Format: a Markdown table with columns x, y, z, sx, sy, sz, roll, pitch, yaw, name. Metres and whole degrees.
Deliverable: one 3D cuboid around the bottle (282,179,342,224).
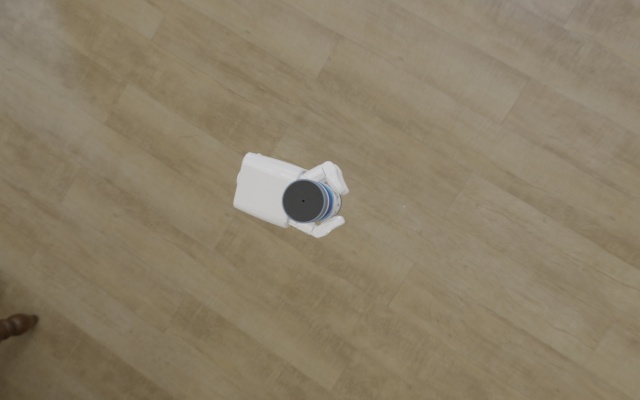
| x | y | z | sx | sy | sz | roll | pitch | yaw | name |
| --- | --- | --- | --- | --- | --- | --- | --- | --- | --- |
| 0.000 | 0.003 | 0.848 | 0.069 | 0.069 | 0.296 | 0 | -1 | 10 | bottle |
